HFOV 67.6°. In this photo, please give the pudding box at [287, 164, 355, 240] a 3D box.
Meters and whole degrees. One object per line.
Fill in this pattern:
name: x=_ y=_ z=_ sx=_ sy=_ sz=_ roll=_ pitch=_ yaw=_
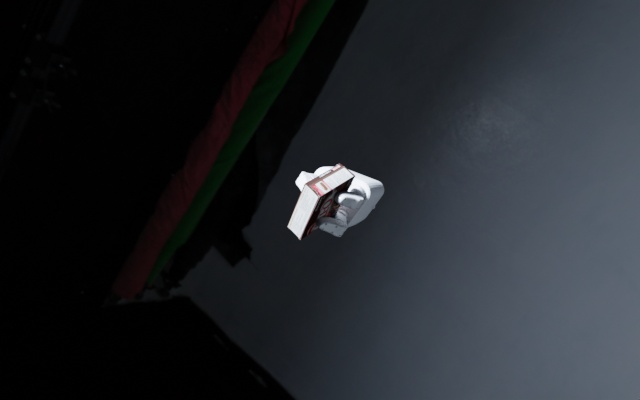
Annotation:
pudding box: x=0.000 y=0.002 z=0.782 sx=0.039 sy=0.114 sz=0.090 roll=41 pitch=47 yaw=19
